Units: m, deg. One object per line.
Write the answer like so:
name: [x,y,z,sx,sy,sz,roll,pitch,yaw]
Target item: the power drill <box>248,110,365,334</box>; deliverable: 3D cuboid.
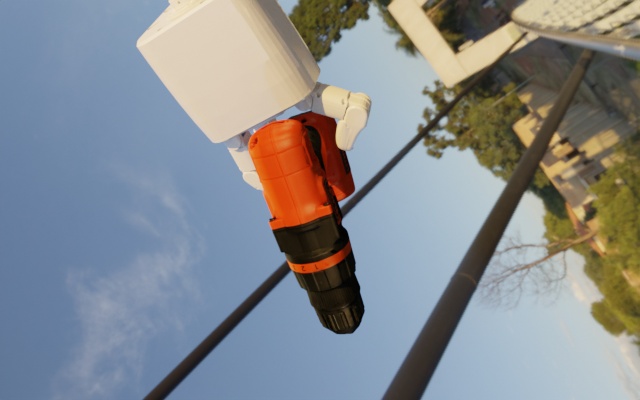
power drill: [0.000,0.001,0.435,0.057,0.184,0.187,-15,21,8]
